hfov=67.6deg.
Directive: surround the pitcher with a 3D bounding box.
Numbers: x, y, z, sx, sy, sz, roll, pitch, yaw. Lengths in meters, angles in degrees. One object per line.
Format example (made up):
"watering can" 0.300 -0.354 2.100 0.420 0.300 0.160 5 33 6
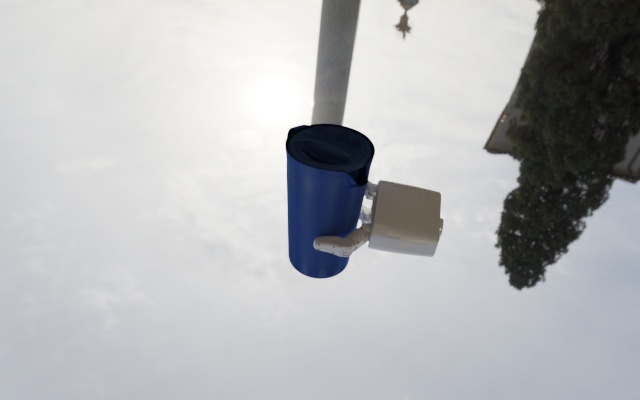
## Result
"pitcher" 0.000 0.003 0.778 0.145 0.243 0.149 9 38 4
